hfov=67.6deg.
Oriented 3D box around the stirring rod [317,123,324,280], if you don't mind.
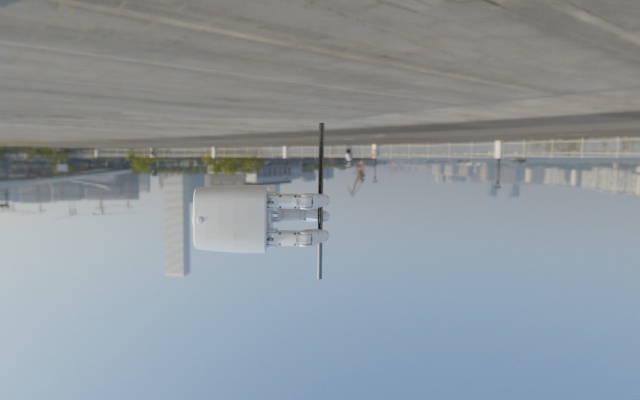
[{"bbox_3d":[0.000,0.002,0.735,0.011,0.239,0.011,1,5,0],"label":"stirring rod"}]
